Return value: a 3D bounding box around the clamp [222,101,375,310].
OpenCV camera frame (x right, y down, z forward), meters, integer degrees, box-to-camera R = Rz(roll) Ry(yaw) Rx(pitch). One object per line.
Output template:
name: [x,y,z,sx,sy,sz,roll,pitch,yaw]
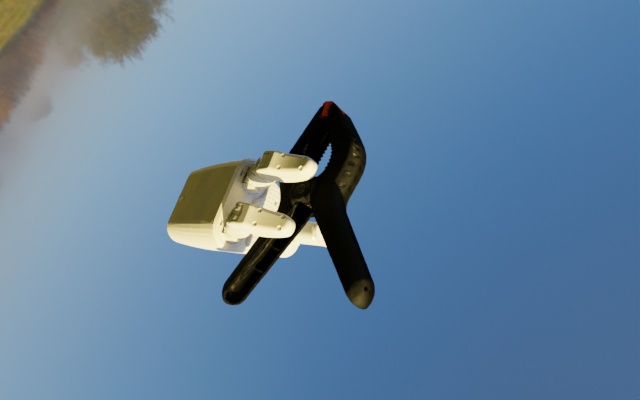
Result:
clamp: [0.001,0.001,0.425,0.164,0.210,0.036,-1,-27,43]
